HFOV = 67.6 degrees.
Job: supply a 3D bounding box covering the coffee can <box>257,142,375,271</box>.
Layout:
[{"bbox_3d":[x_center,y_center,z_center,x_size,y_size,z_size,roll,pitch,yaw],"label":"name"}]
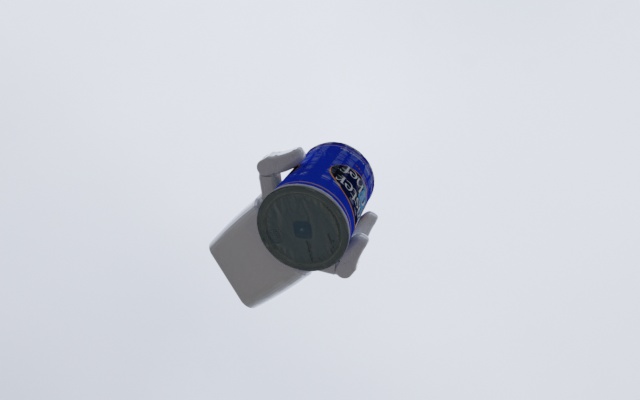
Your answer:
[{"bbox_3d":[0.000,0.002,0.560,0.103,0.103,0.140,0,25,19],"label":"coffee can"}]
